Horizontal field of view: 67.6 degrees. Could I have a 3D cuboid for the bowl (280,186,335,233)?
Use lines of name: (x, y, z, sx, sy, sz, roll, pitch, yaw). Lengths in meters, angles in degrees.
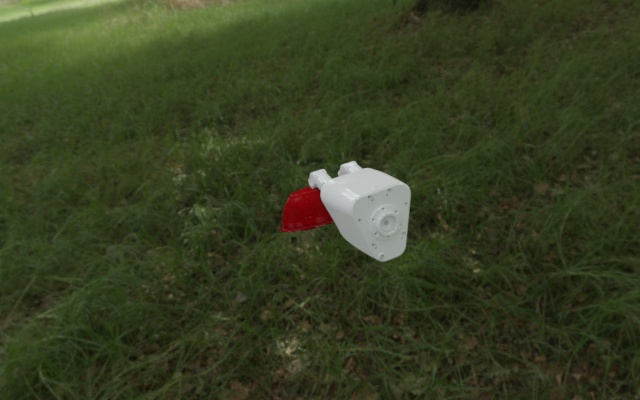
bowl: (-0.001, 0.002, 0.818, 0.162, 0.055, 0.162, -17, 7, 2)
